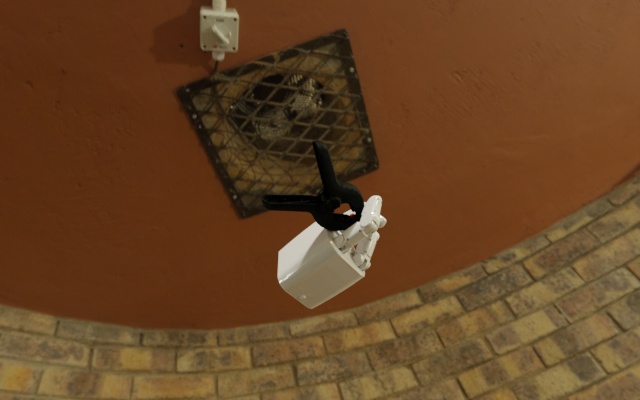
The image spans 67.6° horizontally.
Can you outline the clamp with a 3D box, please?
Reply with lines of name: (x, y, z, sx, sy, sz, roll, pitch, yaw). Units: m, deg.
clamp: (0.000, 0.002, 0.695, 0.120, 0.171, 0.039, -36, 37, 11)
